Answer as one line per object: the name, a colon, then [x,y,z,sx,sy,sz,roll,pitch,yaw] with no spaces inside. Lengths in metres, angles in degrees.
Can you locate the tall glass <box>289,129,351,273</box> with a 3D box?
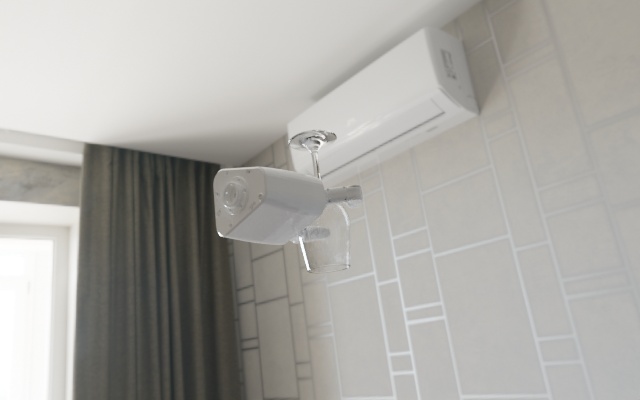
tall glass: [0.000,0.002,0.702,0.079,0.201,0.079,-7,-16,-2]
